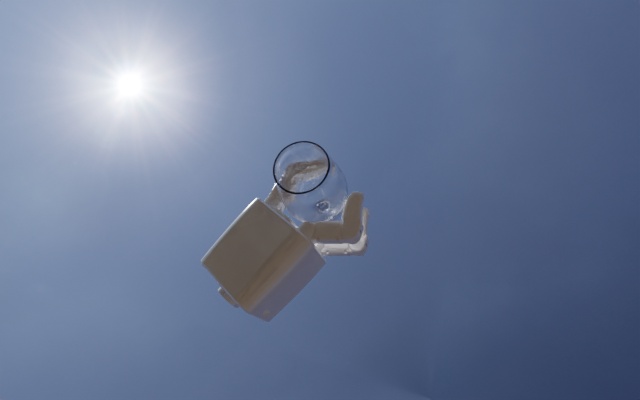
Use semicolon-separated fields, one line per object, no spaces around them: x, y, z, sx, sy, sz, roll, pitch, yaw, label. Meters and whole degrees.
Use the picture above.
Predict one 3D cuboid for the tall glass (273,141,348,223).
0.000;0.002;0.586;0.079;0.079;0.201;0;-22;13;tall glass
